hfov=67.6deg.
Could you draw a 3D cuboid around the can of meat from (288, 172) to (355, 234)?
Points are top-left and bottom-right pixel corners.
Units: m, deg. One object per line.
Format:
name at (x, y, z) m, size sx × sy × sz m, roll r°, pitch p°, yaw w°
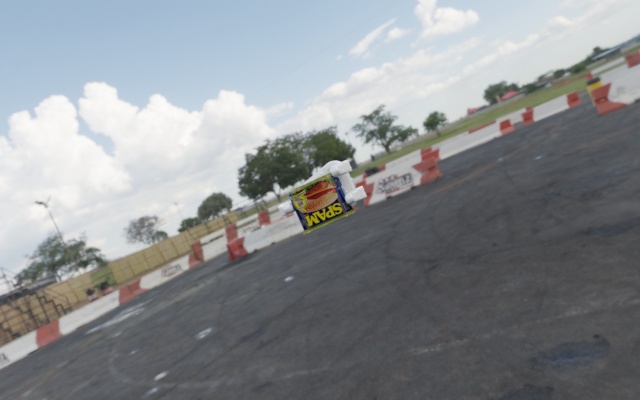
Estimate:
can of meat at (0.000, 0.003, 0.875) m, size 0.102 × 0.084 × 0.057 m, roll -24°, pitch 2°, yaw 10°
